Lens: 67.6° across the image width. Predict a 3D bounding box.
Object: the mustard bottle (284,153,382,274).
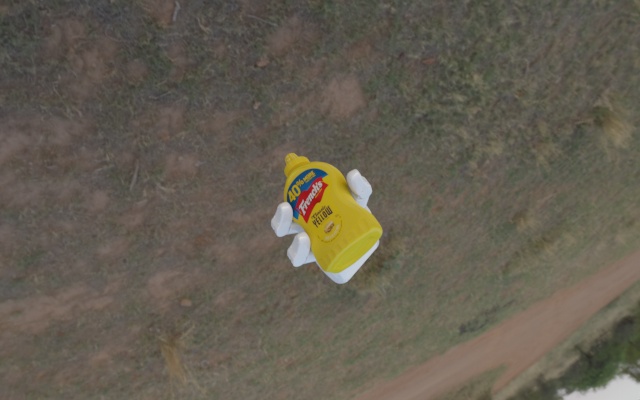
[{"bbox_3d":[0.000,0.002,0.679,0.096,0.191,0.058,-46,-32,19],"label":"mustard bottle"}]
